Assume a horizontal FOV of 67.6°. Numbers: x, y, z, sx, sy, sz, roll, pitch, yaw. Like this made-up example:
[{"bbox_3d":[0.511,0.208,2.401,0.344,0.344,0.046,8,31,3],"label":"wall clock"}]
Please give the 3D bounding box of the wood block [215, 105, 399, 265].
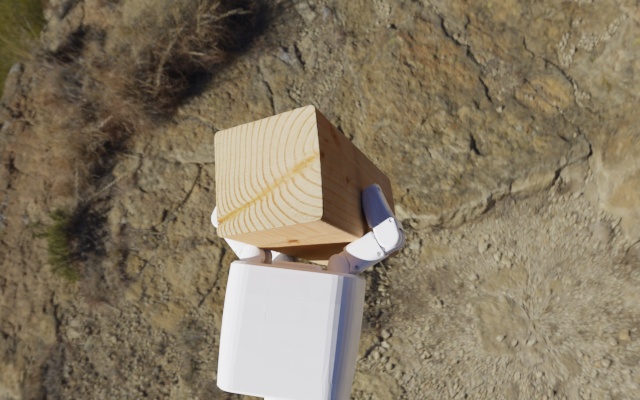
[{"bbox_3d":[0.000,0.002,0.447,0.091,0.090,0.206,-11,-17,21],"label":"wood block"}]
